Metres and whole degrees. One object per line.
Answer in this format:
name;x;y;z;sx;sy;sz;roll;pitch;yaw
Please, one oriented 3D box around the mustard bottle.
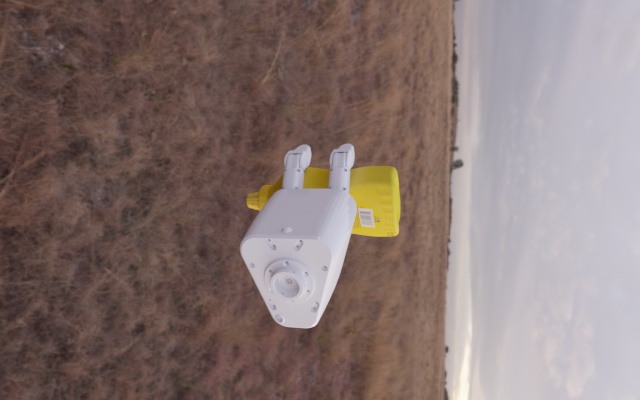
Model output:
mustard bottle;0.000;0.002;0.593;0.191;0.058;0.096;0;-41;14
